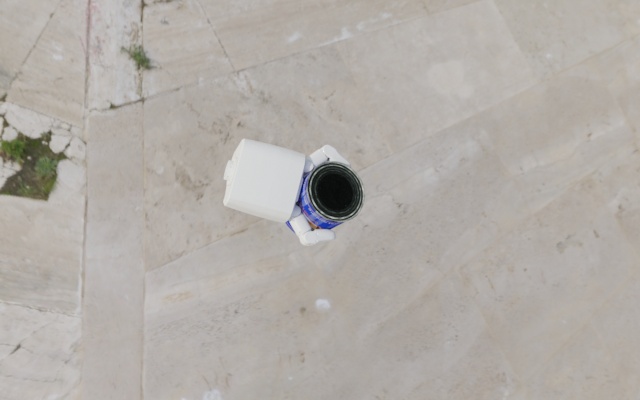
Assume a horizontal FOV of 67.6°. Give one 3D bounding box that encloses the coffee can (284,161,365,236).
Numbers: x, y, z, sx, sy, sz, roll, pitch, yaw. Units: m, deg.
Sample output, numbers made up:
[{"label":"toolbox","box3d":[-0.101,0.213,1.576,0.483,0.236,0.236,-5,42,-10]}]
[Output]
[{"label":"coffee can","box3d":[0.000,0.003,0.825,0.103,0.102,0.140,0,-15,-23]}]
